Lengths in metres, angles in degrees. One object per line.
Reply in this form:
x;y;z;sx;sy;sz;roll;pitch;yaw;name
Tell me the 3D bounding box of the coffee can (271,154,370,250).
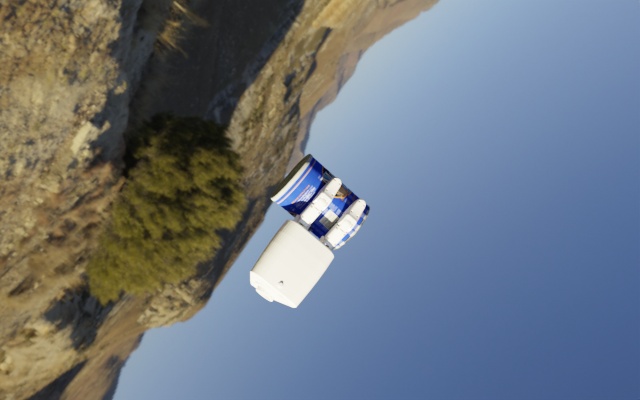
0.000;0.002;0.829;0.140;0.103;0.103;41;-9;-11;coffee can
